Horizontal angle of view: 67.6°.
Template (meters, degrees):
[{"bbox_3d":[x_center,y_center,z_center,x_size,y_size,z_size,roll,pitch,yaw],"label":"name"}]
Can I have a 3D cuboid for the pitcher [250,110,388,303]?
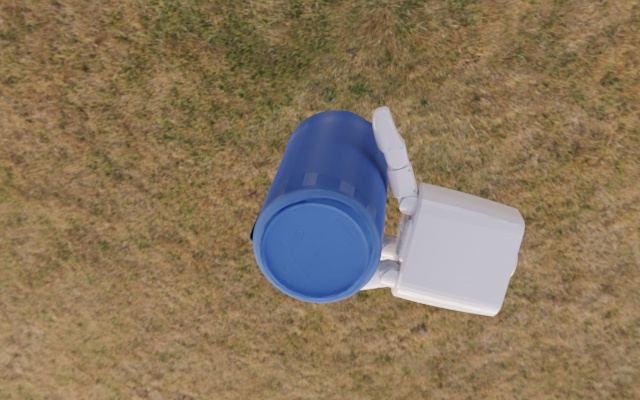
[{"bbox_3d":[0.000,0.002,0.498,0.145,0.149,0.242,13,23,2],"label":"pitcher"}]
